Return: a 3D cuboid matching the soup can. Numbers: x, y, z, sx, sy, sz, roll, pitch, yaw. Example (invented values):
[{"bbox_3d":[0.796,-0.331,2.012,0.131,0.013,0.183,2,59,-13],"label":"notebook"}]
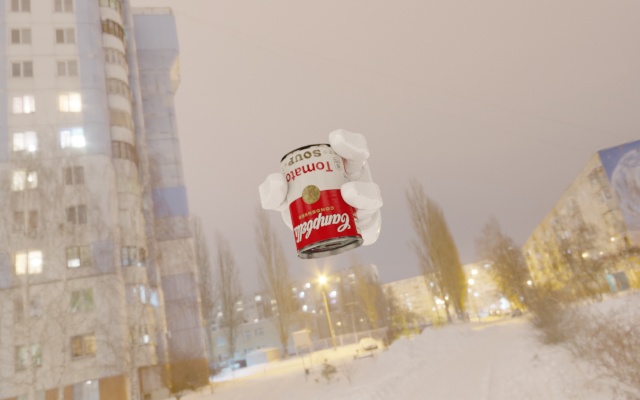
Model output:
[{"bbox_3d":[0.000,0.001,0.488,0.068,0.102,0.068,-11,-17,-3],"label":"soup can"}]
